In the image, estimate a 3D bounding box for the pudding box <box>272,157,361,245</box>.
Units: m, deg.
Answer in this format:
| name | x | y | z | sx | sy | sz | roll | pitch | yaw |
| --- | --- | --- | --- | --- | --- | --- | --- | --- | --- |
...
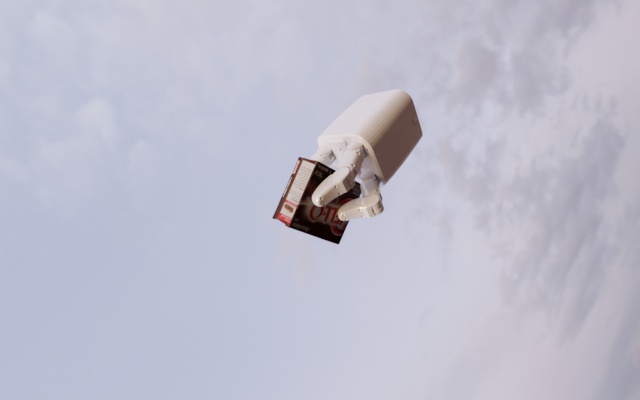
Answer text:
| name | x | y | z | sx | sy | sz | roll | pitch | yaw |
| --- | --- | --- | --- | --- | --- | --- | --- | --- | --- |
| pudding box | 0.000 | 0.002 | 0.629 | 0.039 | 0.090 | 0.113 | 23 | -1 | 43 |
